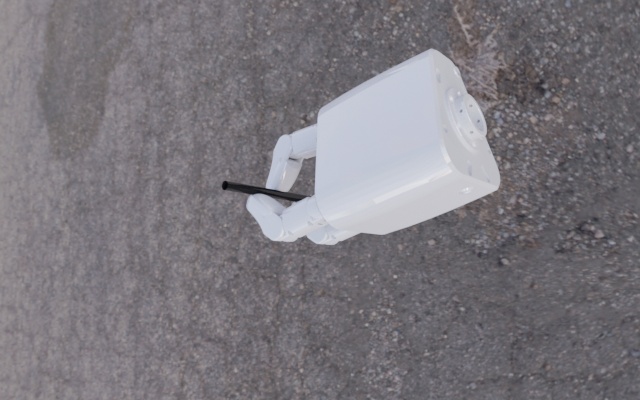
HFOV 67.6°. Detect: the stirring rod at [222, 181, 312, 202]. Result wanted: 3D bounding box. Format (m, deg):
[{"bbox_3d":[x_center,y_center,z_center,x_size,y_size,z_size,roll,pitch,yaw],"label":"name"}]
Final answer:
[{"bbox_3d":[0.000,0.002,0.483,0.011,0.011,0.239,0,-7,41],"label":"stirring rod"}]
